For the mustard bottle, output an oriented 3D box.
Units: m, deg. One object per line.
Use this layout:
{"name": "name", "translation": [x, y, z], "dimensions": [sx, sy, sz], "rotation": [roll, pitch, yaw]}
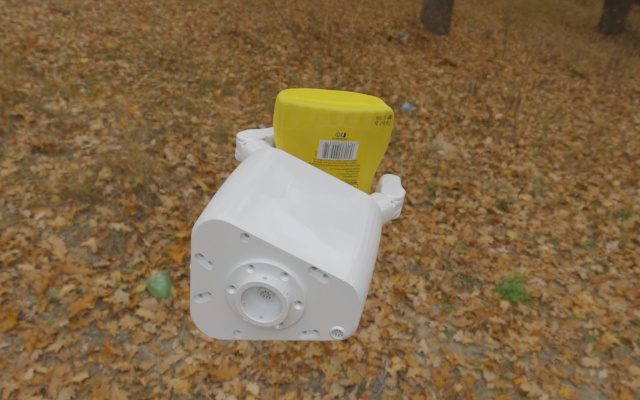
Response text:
{"name": "mustard bottle", "translation": [0.000, 0.001, 0.427], "dimensions": [0.096, 0.192, 0.058], "rotation": [0, 28, -16]}
